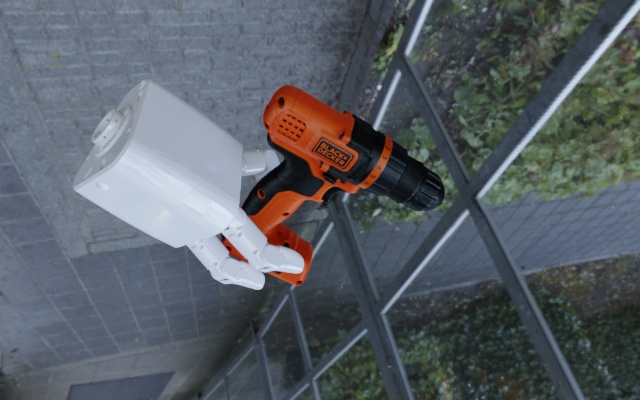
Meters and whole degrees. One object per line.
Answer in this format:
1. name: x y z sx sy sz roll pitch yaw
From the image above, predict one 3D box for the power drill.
1. power drill: 0.000 0.002 0.467 0.184 0.188 0.057 29 33 -14
